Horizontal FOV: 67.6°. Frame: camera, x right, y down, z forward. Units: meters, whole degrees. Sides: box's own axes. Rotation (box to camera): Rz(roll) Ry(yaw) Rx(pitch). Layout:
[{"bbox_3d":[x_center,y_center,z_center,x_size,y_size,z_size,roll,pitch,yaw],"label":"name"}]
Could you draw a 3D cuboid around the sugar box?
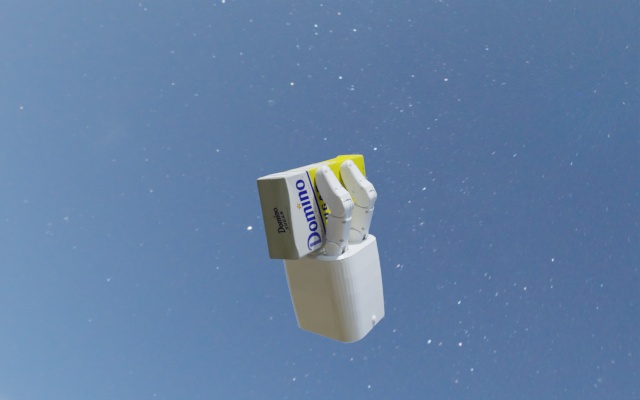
[{"bbox_3d":[0.001,0.002,0.578,0.048,0.093,0.176,-3,11,31],"label":"sugar box"}]
